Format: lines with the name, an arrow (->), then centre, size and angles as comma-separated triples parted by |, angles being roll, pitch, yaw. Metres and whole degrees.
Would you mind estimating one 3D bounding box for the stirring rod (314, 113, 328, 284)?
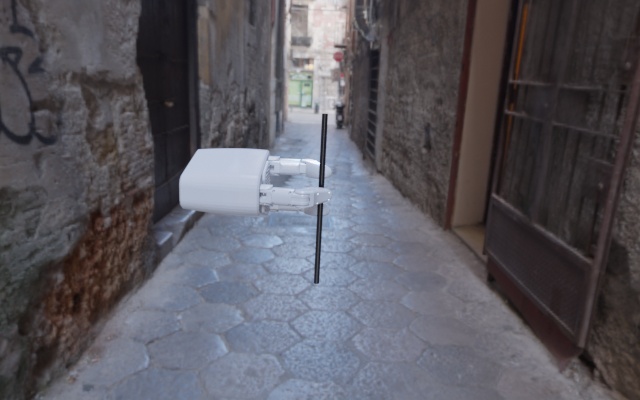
stirring rod -> 0.000, 0.002, 0.659 | 0.011, 0.239, 0.011 | 3, 14, -1
